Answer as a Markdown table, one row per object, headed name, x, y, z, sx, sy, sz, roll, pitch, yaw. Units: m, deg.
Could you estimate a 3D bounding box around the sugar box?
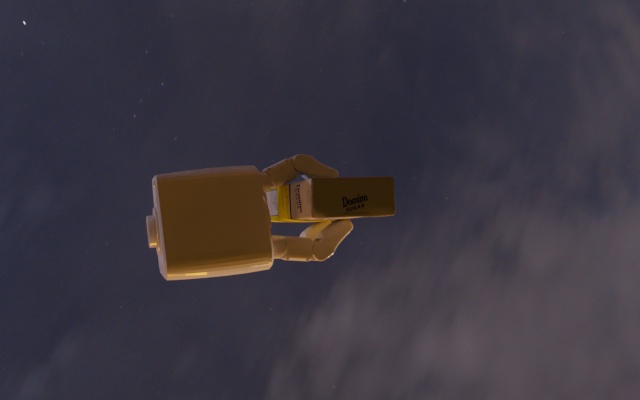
| name | x | y | z | sx | sy | sz | roll | pitch | yaw |
| --- | --- | --- | --- | --- | --- | --- | --- | --- | --- |
| sugar box | 0.000 | 0.002 | 0.542 | 0.093 | 0.048 | 0.176 | -2 | 0 | -22 |
